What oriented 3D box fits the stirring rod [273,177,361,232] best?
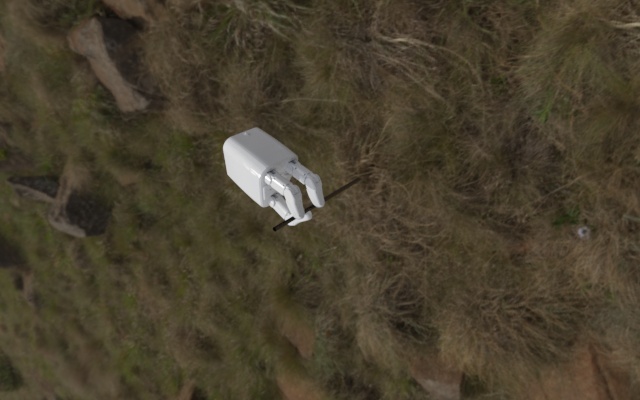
[{"bbox_3d":[0.000,0.003,0.878,0.011,0.011,0.239,0,22,44],"label":"stirring rod"}]
